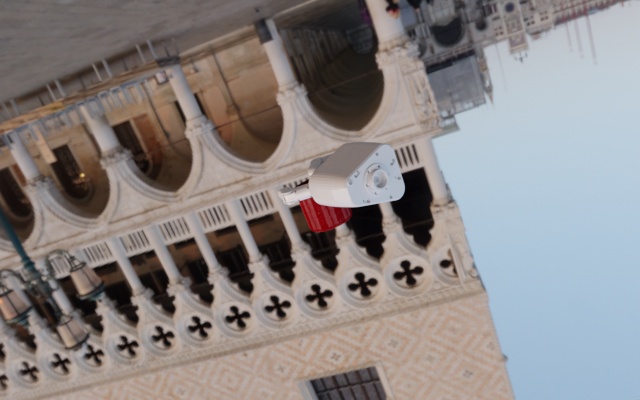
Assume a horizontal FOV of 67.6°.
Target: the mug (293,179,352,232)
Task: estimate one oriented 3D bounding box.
[{"bbox_3d":[-0.001,0.003,0.864,0.093,0.081,0.117,-29,17,-25],"label":"mug"}]
